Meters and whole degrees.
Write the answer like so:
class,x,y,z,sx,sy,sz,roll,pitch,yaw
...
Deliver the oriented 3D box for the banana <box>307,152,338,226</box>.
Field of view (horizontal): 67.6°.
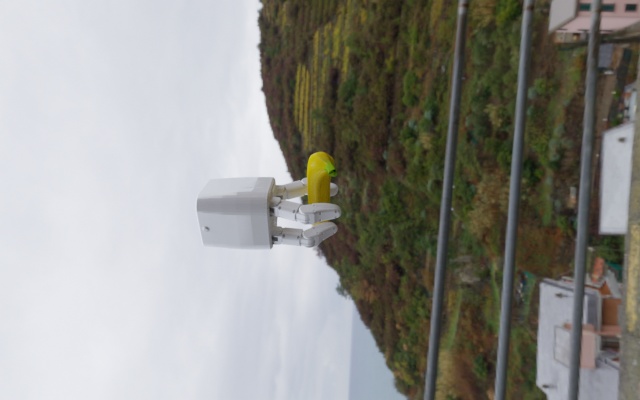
class,x,y,z,sx,sy,sz,roll,pitch,yaw
banana,-0.001,-0.016,0.713,0.037,0.069,0.198,-3,-29,-4
